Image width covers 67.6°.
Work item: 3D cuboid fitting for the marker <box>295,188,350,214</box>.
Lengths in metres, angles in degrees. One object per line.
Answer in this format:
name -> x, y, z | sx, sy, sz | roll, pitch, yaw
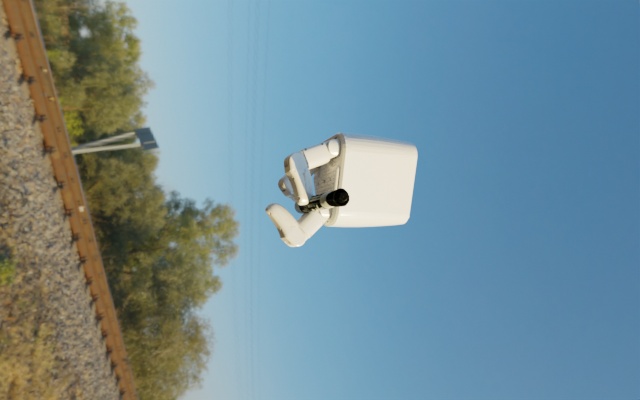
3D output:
marker -> 0.000, 0.002, 0.534 | 0.020, 0.020, 0.121 | 0, -5, -23
